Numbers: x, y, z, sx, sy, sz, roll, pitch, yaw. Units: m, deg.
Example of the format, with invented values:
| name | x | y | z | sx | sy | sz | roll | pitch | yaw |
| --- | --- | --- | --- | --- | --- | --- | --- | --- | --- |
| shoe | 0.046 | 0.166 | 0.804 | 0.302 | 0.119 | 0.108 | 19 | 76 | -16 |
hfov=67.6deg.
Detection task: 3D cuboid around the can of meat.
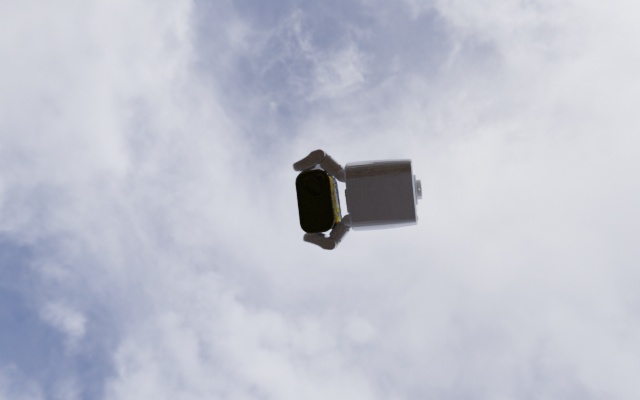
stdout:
| name | x | y | z | sx | sy | sz | roll | pitch | yaw |
| --- | --- | --- | --- | --- | --- | --- | --- | --- | --- |
| can of meat | 0.000 | 0.003 | 0.799 | 0.057 | 0.102 | 0.084 | -8 | -3 | 14 |
